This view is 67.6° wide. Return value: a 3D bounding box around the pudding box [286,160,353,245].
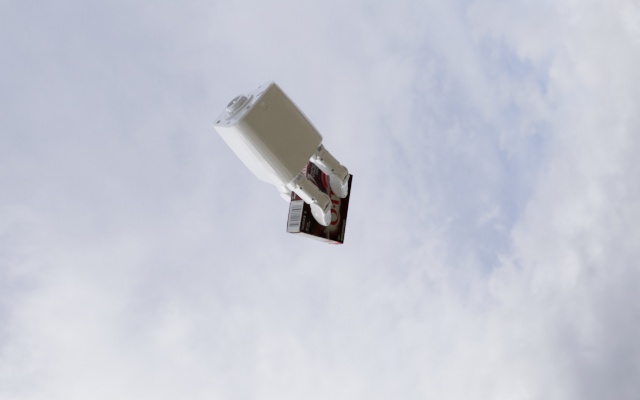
[{"bbox_3d":[0.000,0.002,0.713,0.090,0.113,0.039,18,-13,-39],"label":"pudding box"}]
